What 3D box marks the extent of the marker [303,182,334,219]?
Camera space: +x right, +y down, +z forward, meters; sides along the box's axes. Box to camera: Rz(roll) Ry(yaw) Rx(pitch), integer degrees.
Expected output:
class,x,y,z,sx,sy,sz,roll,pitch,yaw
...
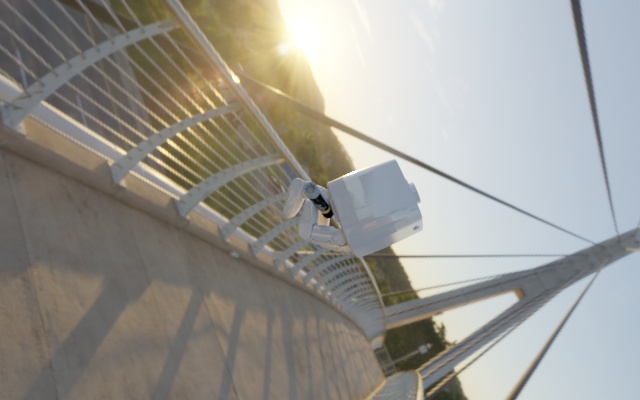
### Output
class,x,y,z,sx,sy,sz,roll,pitch,yaw
marker,0.000,0.002,0.652,0.020,0.020,0.121,0,-17,13
